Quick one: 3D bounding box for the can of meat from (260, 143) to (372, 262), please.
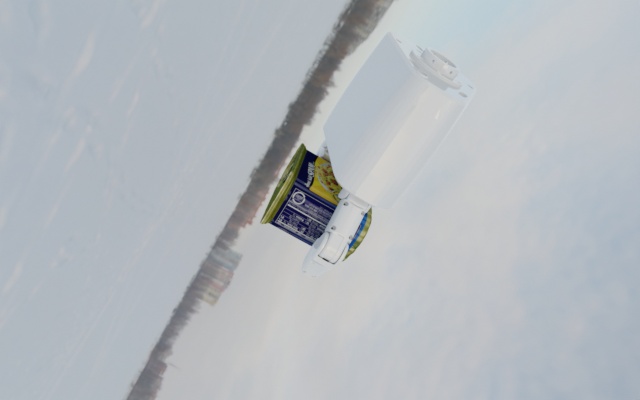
[{"bbox_3d":[0.000,0.002,0.448,0.084,0.057,0.102,29,26,-8],"label":"can of meat"}]
